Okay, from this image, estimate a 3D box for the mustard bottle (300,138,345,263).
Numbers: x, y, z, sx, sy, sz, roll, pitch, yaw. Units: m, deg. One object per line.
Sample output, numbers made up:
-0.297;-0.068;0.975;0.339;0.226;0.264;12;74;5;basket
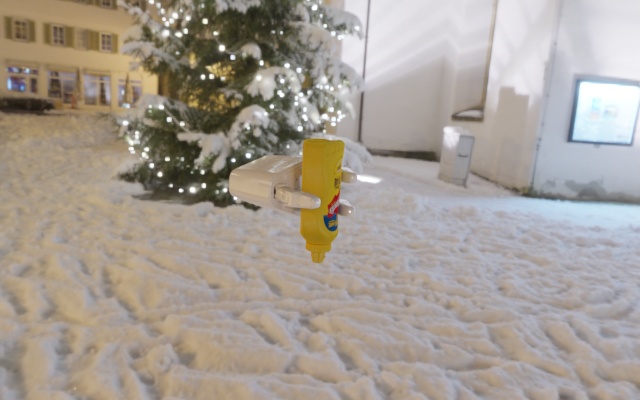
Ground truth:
0.000;0.002;0.735;0.058;0.191;0.096;6;10;15;mustard bottle
